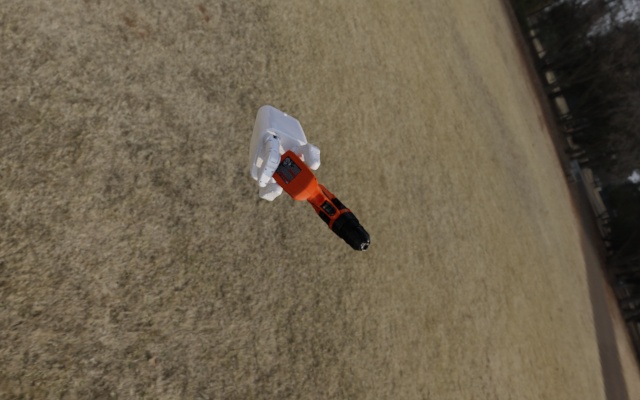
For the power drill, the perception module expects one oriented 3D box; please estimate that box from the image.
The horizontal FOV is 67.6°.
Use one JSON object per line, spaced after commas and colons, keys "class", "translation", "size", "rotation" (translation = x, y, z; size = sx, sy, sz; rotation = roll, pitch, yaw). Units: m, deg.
{"class": "power drill", "translation": [0.000, 0.002, 0.854], "size": [0.184, 0.057, 0.188], "rotation": [44, 0, 40]}
